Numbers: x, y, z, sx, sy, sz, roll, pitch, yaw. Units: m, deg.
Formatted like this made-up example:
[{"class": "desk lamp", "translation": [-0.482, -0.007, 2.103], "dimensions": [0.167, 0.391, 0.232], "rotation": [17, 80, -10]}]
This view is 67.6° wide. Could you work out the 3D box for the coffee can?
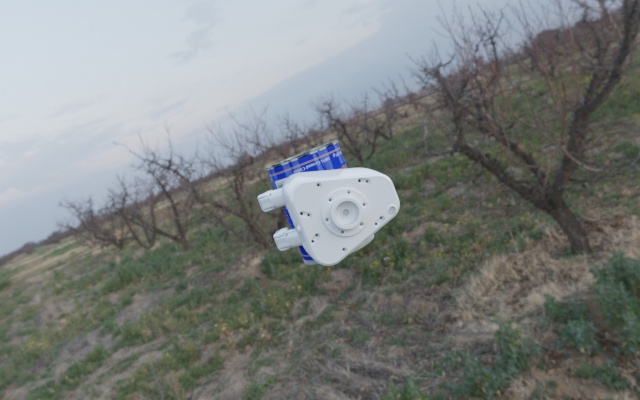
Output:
[{"class": "coffee can", "translation": [0.000, 0.002, 0.644], "dimensions": [0.103, 0.140, 0.103], "rotation": [-21, 7, 3]}]
